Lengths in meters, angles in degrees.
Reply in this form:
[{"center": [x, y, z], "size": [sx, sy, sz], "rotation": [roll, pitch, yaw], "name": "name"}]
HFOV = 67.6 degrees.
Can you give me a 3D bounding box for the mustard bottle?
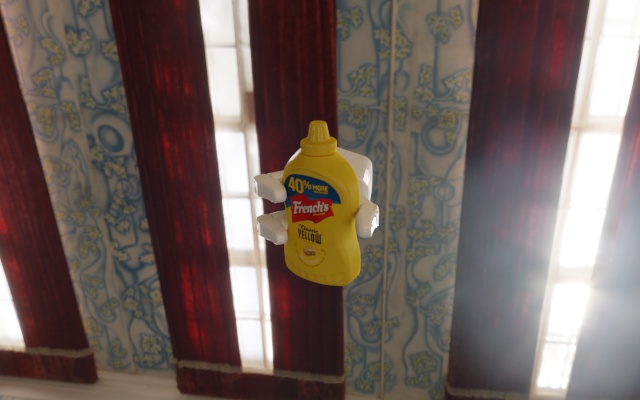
[{"center": [0.000, 0.002, 0.563], "size": [0.096, 0.192, 0.058], "rotation": [14, 27, 32], "name": "mustard bottle"}]
